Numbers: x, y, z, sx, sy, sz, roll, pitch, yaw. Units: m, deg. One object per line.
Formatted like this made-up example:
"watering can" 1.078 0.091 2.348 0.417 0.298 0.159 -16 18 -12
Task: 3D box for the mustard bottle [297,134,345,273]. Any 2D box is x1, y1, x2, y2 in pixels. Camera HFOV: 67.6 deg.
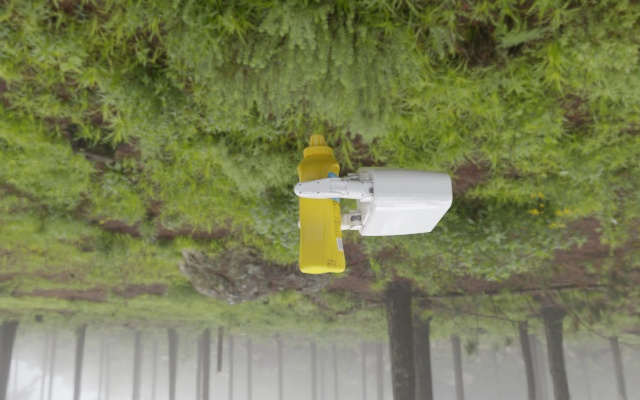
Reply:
"mustard bottle" 0.000 0.002 0.656 0.058 0.191 0.096 -5 -11 15
